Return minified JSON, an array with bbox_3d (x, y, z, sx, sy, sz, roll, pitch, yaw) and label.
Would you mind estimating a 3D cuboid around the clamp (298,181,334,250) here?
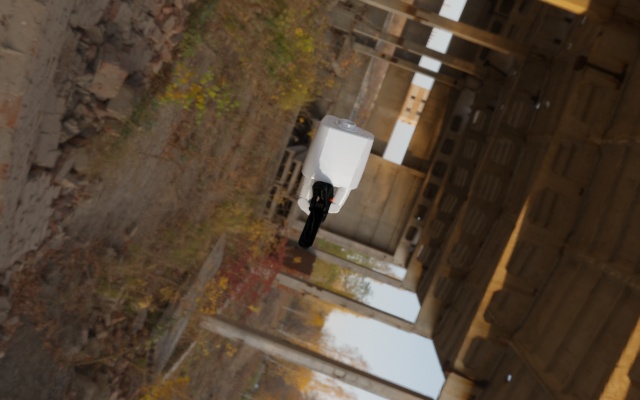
[{"bbox_3d":[0.001,0.003,0.857,0.039,0.120,0.171,21,24,2],"label":"clamp"}]
